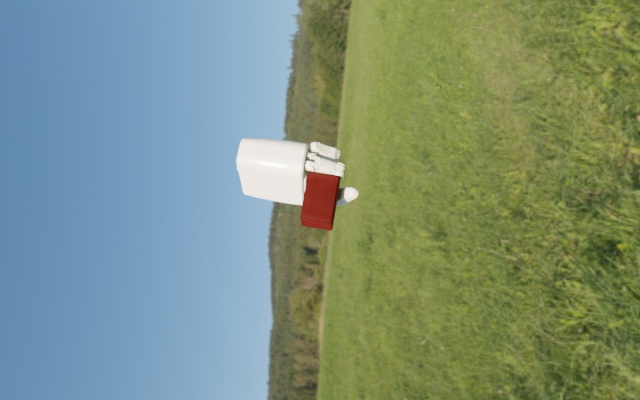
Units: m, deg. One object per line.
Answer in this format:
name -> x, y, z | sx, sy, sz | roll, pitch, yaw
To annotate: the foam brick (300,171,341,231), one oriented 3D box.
foam brick -> 0.000, 0.003, 0.751 | 0.051, 0.078, 0.053 | 9, -17, 3
